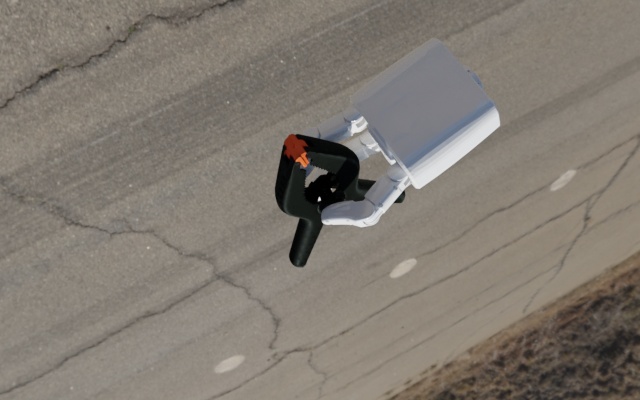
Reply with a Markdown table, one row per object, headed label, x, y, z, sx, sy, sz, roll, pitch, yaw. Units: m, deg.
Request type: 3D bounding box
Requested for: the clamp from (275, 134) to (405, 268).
| label | x | y | z | sx | sy | sz | roll | pitch | yaw |
| --- | --- | --- | --- | --- | --- | --- | --- | --- | --- |
| clamp | 0.000 | 0.002 | 0.517 | 0.164 | 0.036 | 0.210 | -38 | -31 | 6 |
